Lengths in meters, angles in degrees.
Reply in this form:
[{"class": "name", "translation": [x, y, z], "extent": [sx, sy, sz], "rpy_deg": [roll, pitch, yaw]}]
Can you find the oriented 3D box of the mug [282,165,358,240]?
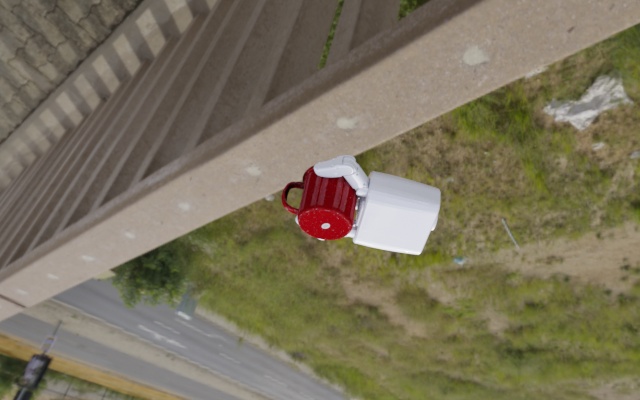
[{"class": "mug", "translation": [-0.001, 0.002, 0.708], "extent": [0.117, 0.081, 0.093], "rpy_deg": [12, -37, -1]}]
